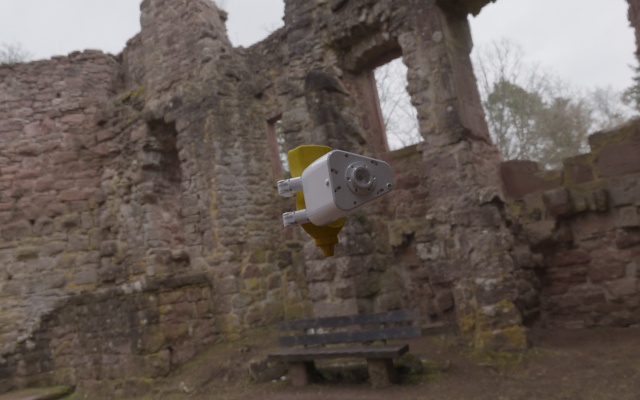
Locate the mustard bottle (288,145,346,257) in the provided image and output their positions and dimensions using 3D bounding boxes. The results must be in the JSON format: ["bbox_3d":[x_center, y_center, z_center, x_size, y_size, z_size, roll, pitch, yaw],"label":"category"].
[{"bbox_3d":[0.000,0.003,0.833,0.058,0.191,0.096,-18,-13,42],"label":"mustard bottle"}]
